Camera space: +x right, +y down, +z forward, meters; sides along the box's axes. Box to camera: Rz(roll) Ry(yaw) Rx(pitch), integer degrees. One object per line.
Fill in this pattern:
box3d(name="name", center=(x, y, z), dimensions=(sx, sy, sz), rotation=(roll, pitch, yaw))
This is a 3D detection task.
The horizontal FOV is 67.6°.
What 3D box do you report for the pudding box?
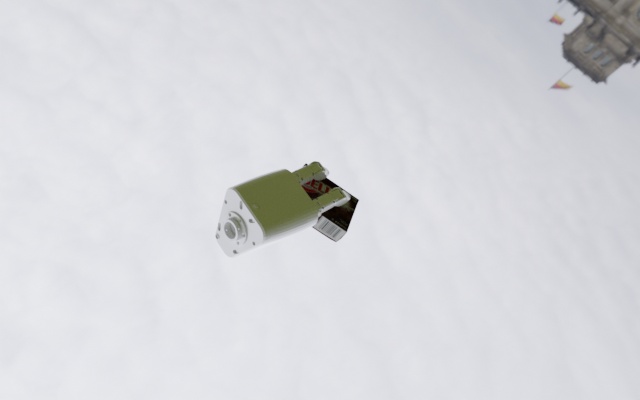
box3d(name="pudding box", center=(0.000, 0.003, 0.771), dimensions=(0.039, 0.113, 0.090), rotation=(-48, 10, 39))
